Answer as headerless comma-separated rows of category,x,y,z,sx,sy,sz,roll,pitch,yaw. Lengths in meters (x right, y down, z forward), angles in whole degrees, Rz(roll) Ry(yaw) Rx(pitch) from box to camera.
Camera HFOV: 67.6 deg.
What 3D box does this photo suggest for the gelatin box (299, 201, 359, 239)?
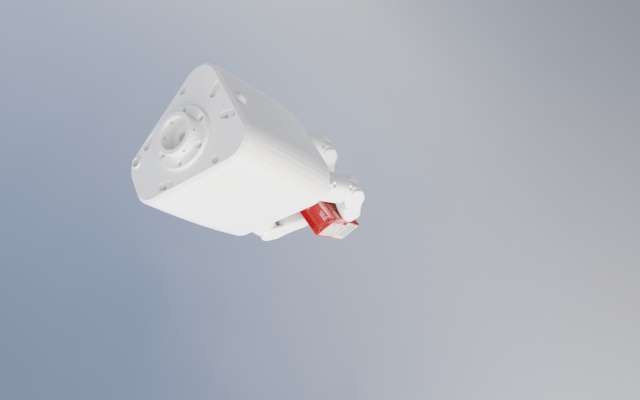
gelatin box,0.000,0.002,0.503,0.030,0.073,0.089,-38,-17,11
